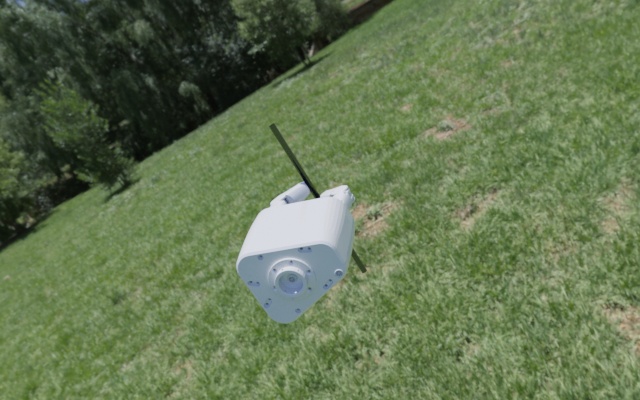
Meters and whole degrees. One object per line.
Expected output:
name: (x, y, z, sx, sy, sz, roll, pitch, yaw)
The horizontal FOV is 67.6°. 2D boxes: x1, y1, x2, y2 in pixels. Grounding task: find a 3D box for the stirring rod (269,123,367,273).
stirring rod: (0.000, 0.002, 0.636, 0.011, 0.239, 0.011, -29, 17, 10)
